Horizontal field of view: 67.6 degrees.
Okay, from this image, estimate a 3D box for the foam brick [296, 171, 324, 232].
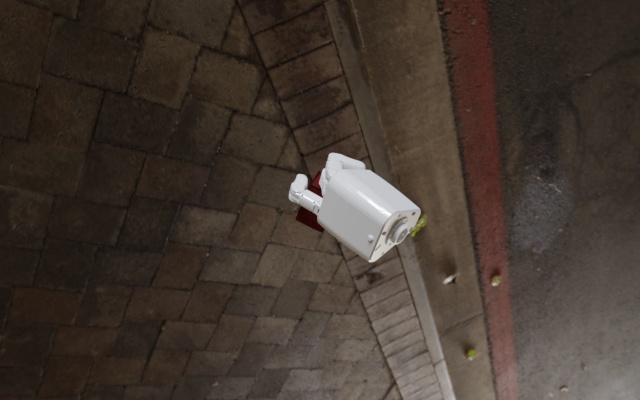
[{"bbox_3d":[0.000,0.003,0.784,0.051,0.078,0.053,26,36,3],"label":"foam brick"}]
